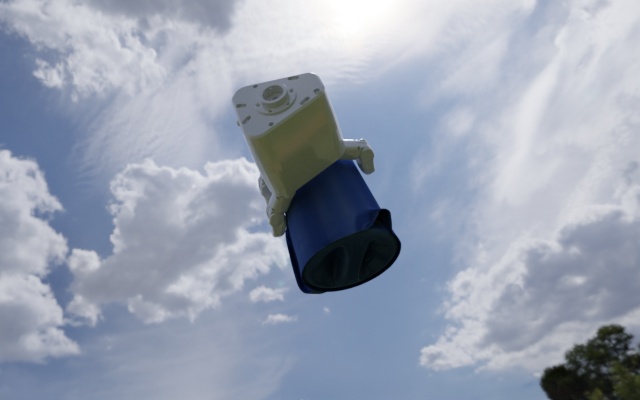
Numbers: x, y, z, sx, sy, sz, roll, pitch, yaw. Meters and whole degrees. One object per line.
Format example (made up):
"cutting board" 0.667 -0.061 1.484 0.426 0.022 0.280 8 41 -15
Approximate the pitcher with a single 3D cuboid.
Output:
"pitcher" 0.000 0.002 0.675 0.149 0.242 0.145 -22 -37 0
